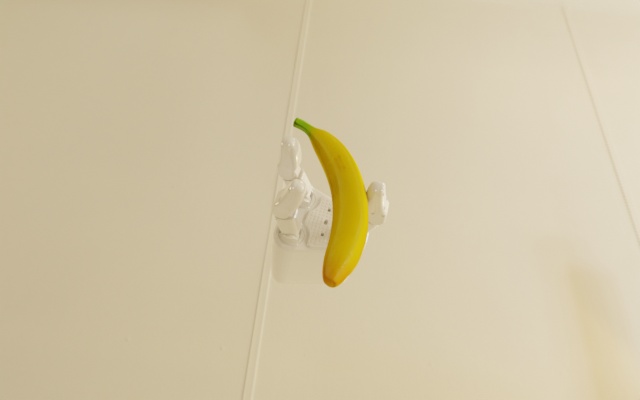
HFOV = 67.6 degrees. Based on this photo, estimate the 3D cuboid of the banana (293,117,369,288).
[{"bbox_3d":[0.017,-0.002,0.497,0.069,0.197,0.037,-2,-33,-18],"label":"banana"}]
